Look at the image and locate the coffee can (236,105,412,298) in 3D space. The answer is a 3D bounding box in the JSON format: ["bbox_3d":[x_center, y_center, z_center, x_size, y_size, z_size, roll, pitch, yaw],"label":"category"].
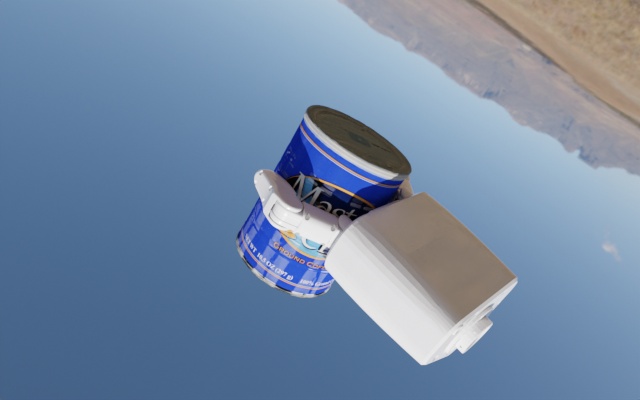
[{"bbox_3d":[0.000,0.001,0.430,0.103,0.140,0.102,26,24,-13],"label":"coffee can"}]
